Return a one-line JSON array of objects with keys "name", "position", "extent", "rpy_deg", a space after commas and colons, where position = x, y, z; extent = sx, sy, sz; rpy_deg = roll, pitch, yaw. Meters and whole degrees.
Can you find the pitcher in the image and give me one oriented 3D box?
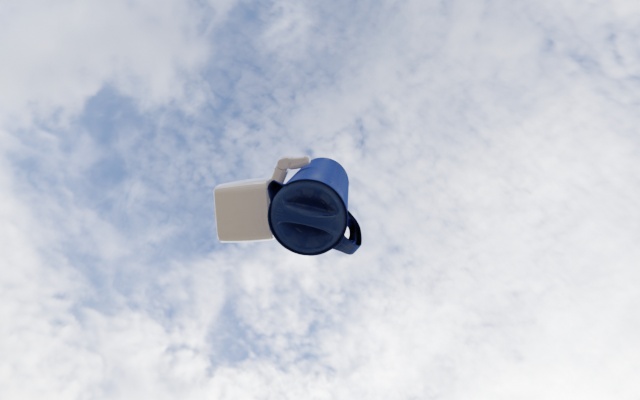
[{"name": "pitcher", "position": [0.000, 0.003, 0.884], "extent": [0.145, 0.149, 0.242], "rpy_deg": [-5, 16, 9]}]
